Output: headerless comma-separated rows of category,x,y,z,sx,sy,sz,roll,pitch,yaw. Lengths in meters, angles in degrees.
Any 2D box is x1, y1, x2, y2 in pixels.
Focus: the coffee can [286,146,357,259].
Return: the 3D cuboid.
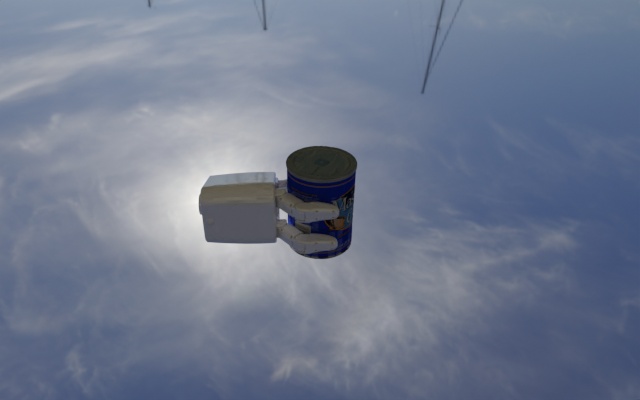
coffee can,0.000,0.002,0.722,0.103,0.140,0.102,1,32,-1
